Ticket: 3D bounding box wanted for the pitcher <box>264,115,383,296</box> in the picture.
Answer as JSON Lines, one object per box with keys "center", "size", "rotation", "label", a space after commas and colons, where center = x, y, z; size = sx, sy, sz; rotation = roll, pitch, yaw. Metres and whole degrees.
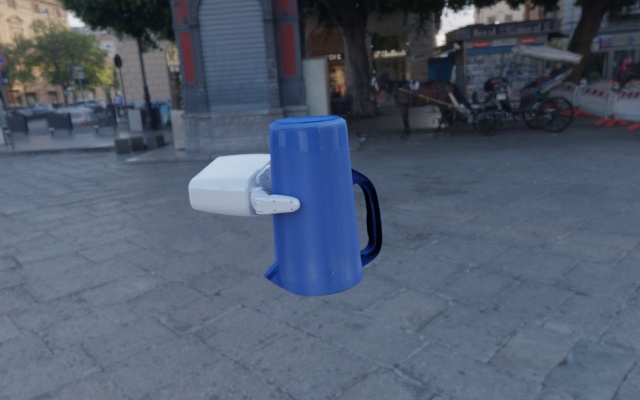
{"center": [0.000, 0.002, 0.694], "size": [0.145, 0.243, 0.149], "rotation": [3, 16, 24], "label": "pitcher"}
